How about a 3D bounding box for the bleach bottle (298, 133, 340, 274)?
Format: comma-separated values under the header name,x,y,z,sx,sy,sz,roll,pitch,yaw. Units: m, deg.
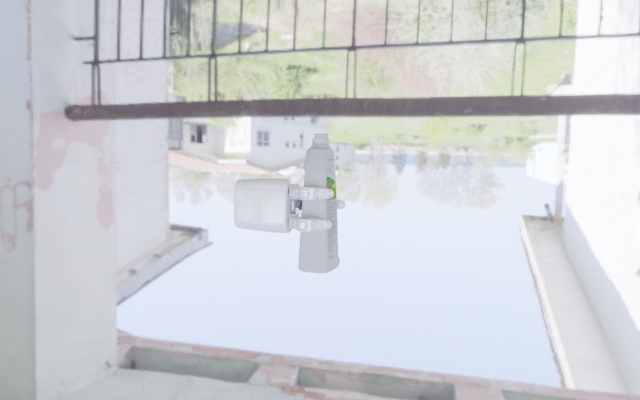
name,x,y,z,sx,sy,sz,roll,pitch,yaw
bleach bottle,0.000,0.003,0.889,0.068,0.251,0.102,3,5,16
